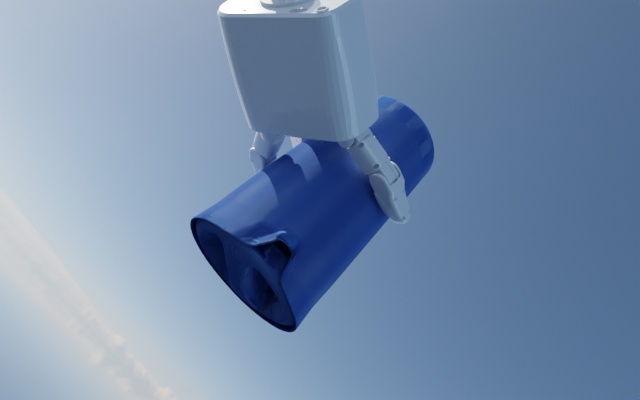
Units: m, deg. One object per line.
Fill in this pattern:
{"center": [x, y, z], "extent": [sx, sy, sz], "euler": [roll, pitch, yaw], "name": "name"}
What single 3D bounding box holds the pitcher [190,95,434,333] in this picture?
{"center": [0.000, 0.001, 0.482], "extent": [0.149, 0.145, 0.242], "euler": [25, 54, 36], "name": "pitcher"}
